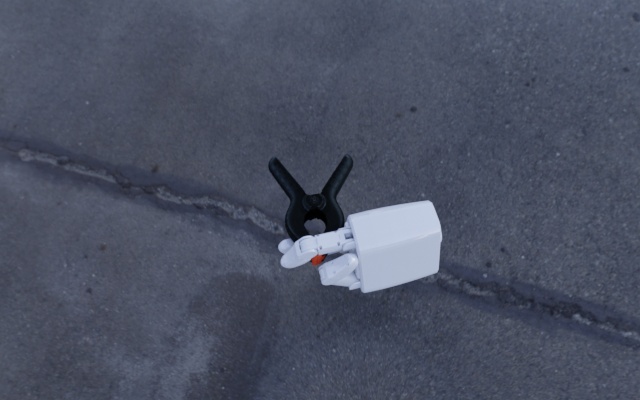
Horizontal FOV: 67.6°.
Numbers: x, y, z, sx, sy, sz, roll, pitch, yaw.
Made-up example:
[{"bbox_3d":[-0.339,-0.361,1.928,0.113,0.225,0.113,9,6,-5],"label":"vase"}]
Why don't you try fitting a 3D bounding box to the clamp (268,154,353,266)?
[{"bbox_3d":[0.000,0.002,0.649,0.120,0.171,0.039,-13,-28,-2],"label":"clamp"}]
